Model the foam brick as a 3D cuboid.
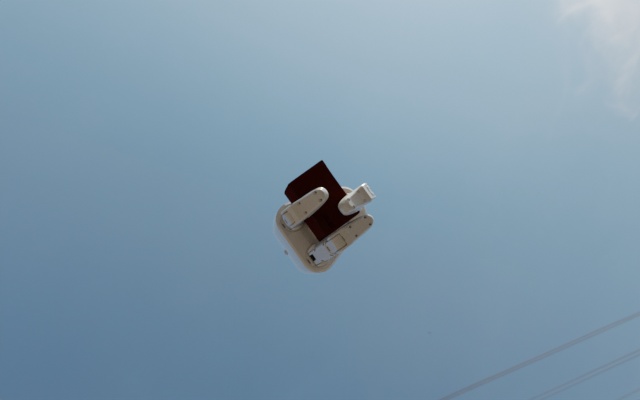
[{"bbox_3d":[0.000,0.002,0.576,0.053,0.078,0.051,-34,-3,-14],"label":"foam brick"}]
